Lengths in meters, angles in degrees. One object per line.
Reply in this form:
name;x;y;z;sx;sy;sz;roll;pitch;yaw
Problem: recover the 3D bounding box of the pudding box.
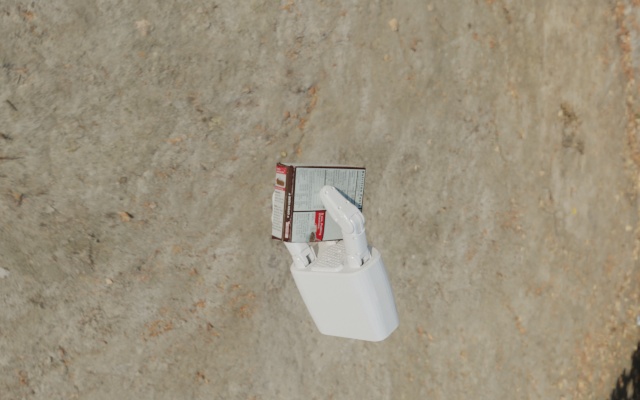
pudding box;0.000;0.002;0.561;0.113;0.090;0.039;-1;8;-41
